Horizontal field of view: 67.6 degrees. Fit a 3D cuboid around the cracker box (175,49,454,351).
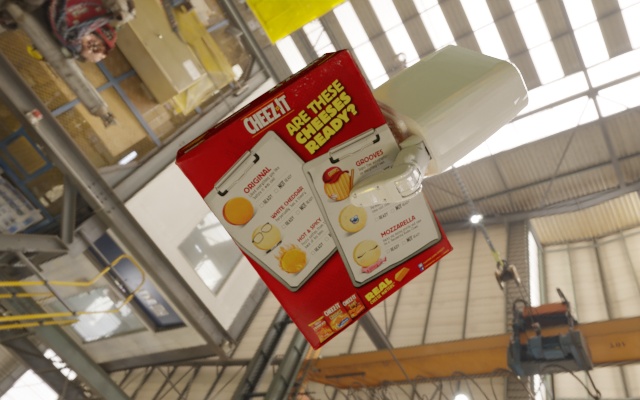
[{"bbox_3d":[0.000,0.002,0.434,0.164,0.214,0.072,-35,21,-6],"label":"cracker box"}]
